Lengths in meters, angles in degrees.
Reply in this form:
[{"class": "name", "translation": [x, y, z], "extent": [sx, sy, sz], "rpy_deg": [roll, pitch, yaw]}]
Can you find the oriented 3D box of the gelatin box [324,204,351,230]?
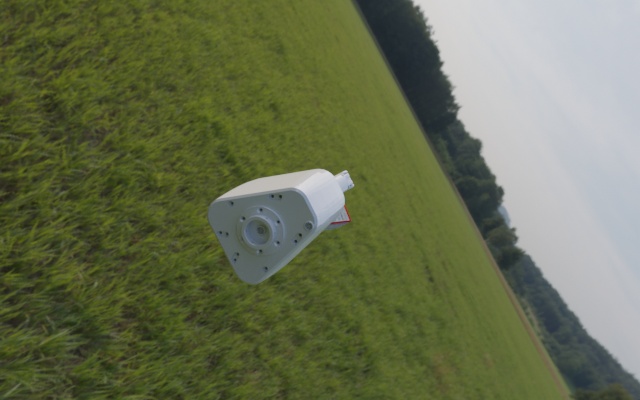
[{"class": "gelatin box", "translation": [0.001, 0.002, 0.630], "extent": [0.030, 0.073, 0.089], "rpy_deg": [-27, -10, 23]}]
